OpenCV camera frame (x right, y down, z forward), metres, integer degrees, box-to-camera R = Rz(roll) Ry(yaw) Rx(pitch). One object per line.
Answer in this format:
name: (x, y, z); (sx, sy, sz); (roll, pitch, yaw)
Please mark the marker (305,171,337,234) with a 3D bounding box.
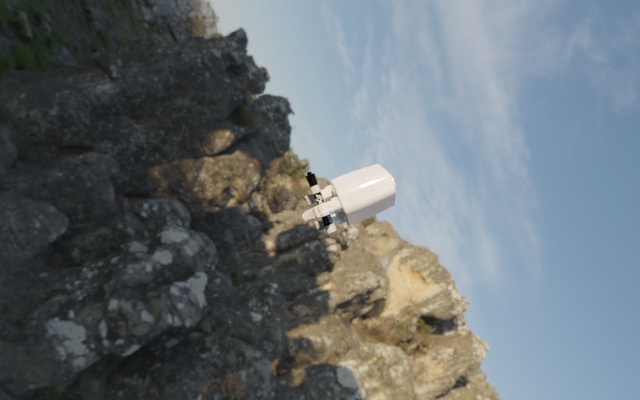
marker: (0.000, 0.003, 0.892); (0.020, 0.121, 0.020); (-21, 0, 0)
